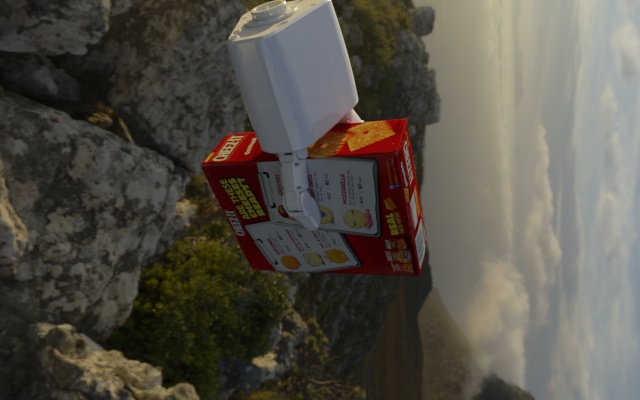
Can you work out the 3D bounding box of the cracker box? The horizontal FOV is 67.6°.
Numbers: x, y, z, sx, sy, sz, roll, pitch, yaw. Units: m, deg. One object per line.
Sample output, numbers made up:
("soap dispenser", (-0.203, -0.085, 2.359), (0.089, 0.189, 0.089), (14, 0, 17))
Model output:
("cracker box", (0.000, 0.002, 0.532), (0.213, 0.164, 0.072), (-1, 39, 23))
